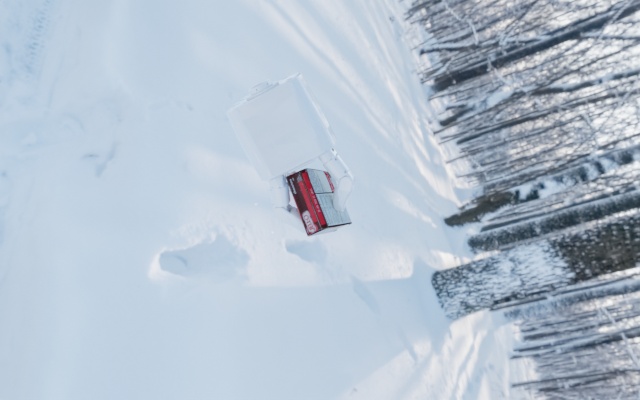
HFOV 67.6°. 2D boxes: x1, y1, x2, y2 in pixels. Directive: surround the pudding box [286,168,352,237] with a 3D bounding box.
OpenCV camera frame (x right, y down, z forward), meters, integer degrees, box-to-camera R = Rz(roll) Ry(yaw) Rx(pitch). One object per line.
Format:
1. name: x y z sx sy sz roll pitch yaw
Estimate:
1. pudding box: 0.000 0.002 0.698 0.039 0.090 0.113 -23 -8 21
